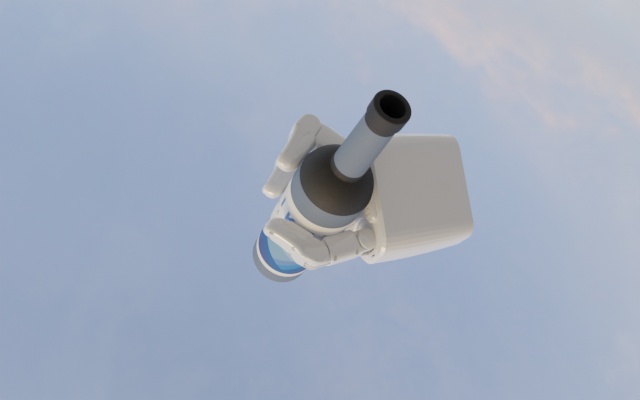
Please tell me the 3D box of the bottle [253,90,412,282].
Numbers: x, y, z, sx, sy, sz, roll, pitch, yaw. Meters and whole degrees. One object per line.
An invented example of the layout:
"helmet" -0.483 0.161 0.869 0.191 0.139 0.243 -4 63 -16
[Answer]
"bottle" 0.000 0.002 0.432 0.069 0.069 0.296 0 -25 -20
